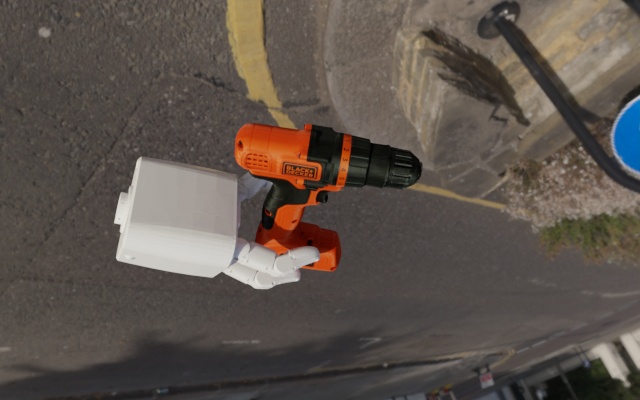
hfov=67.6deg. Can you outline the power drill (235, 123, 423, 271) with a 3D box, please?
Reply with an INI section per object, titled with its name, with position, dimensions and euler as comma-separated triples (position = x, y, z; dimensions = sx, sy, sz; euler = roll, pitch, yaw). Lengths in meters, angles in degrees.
[power drill]
position = 0.000, 0.002, 0.521
dimensions = 0.184, 0.057, 0.188
euler = 10, -43, -1
